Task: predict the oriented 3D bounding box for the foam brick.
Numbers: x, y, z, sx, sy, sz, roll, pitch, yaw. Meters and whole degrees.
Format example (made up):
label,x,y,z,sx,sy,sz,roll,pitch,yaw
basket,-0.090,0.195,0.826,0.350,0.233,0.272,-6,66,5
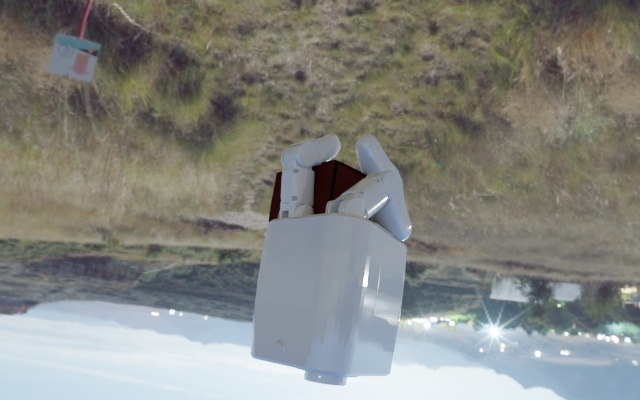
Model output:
label,x,y,z,sx,sy,sz,roll,pitch,yaw
foam brick,0.000,0.001,0.420,0.053,0.051,0.078,22,-20,-40
